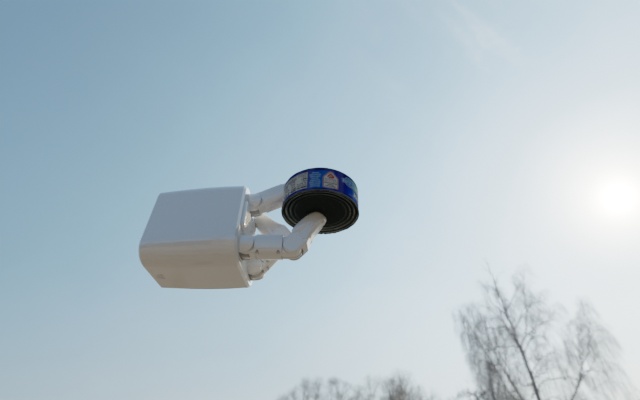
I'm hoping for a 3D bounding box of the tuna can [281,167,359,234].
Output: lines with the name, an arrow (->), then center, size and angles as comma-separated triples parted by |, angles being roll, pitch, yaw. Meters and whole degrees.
tuna can -> 0.000, 0.001, 0.533 | 0.086, 0.033, 0.086 | 1, -36, 1
